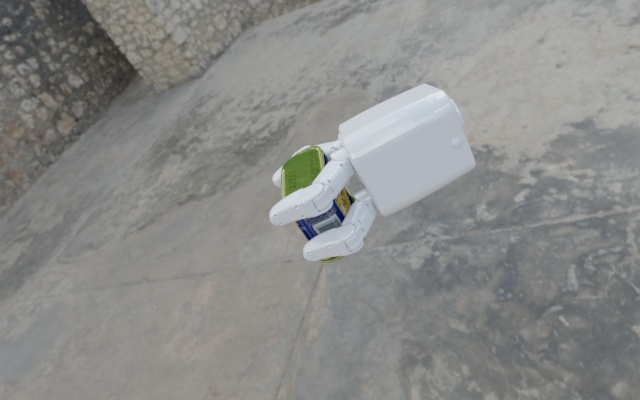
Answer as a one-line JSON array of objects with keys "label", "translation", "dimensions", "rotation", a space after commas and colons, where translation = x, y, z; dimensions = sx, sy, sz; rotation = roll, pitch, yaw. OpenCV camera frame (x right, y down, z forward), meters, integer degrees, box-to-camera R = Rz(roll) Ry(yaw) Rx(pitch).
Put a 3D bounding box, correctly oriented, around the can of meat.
[{"label": "can of meat", "translation": [0.000, 0.001, 0.513], "dimensions": [0.057, 0.084, 0.102], "rotation": [-25, 34, 11]}]
